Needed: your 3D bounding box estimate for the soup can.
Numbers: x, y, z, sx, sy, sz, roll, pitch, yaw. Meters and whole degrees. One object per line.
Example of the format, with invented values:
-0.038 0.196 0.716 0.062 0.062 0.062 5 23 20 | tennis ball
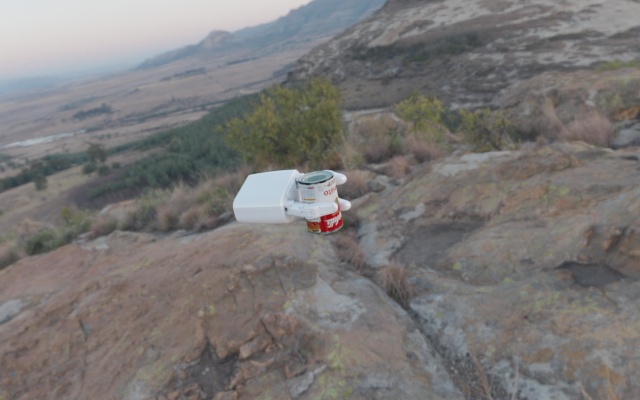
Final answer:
0.001 0.003 0.887 0.068 0.102 0.068 -9 20 4 | soup can
